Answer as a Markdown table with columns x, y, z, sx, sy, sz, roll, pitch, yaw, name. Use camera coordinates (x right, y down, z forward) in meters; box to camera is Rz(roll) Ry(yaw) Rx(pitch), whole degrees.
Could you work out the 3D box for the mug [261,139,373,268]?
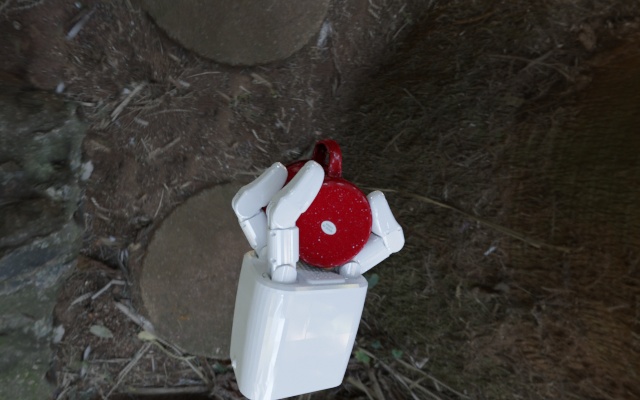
| x | y | z | sx | sy | sz | roll | pitch | yaw | name |
| --- | --- | --- | --- | --- | --- | --- | --- | --- | --- |
| 0.001 | 0.000 | 0.447 | 0.093 | 0.117 | 0.081 | 9 | 10 | -20 | mug |
